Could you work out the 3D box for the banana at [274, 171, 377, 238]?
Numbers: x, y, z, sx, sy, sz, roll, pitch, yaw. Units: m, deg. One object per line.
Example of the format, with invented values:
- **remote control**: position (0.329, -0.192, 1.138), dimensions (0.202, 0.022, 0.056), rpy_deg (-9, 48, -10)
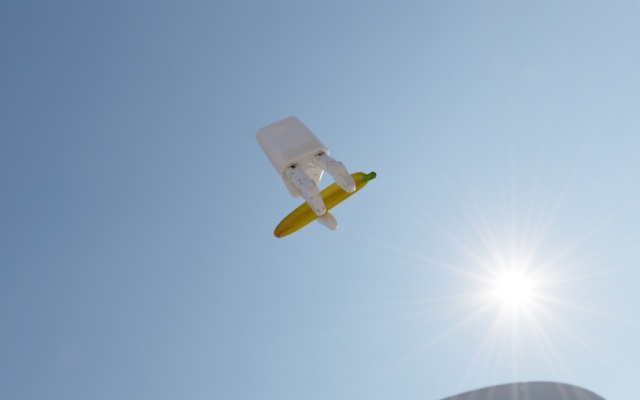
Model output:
- **banana**: position (0.005, 0.002, 0.820), dimensions (0.198, 0.037, 0.069), rpy_deg (-34, -5, 2)
